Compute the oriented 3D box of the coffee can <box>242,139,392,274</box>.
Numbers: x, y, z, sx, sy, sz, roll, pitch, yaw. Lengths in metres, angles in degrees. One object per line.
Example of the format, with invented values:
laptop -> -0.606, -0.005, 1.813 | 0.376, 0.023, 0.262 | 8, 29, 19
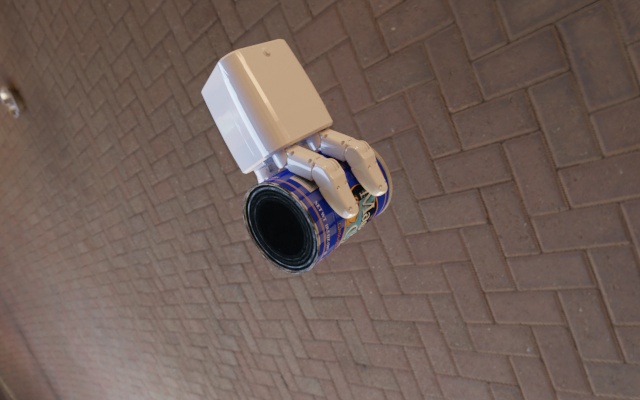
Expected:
coffee can -> 0.000, 0.002, 0.527 | 0.103, 0.103, 0.140 | 0, 24, 41
